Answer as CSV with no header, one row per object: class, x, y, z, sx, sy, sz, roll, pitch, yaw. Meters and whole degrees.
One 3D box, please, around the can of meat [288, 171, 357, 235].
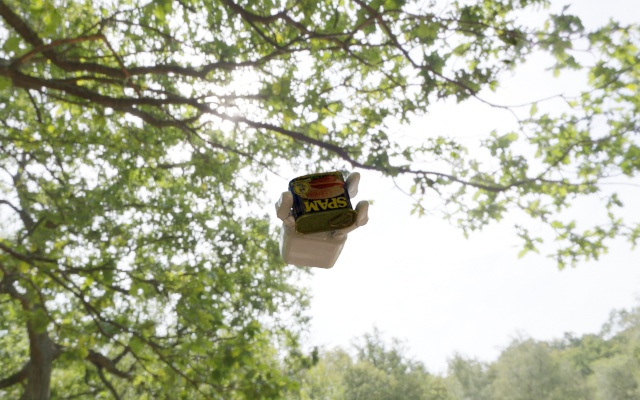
can of meat,0.000,0.002,0.789,0.102,0.084,0.057,-8,-33,-12
